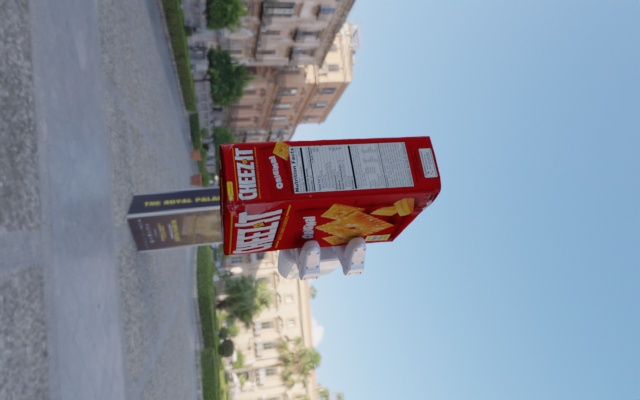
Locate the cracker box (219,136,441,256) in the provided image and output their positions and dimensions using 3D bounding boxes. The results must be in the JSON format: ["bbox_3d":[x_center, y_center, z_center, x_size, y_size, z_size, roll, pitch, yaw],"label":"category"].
[{"bbox_3d":[0.000,0.002,0.523,0.213,0.072,0.164,-4,-22,-13],"label":"cracker box"}]
